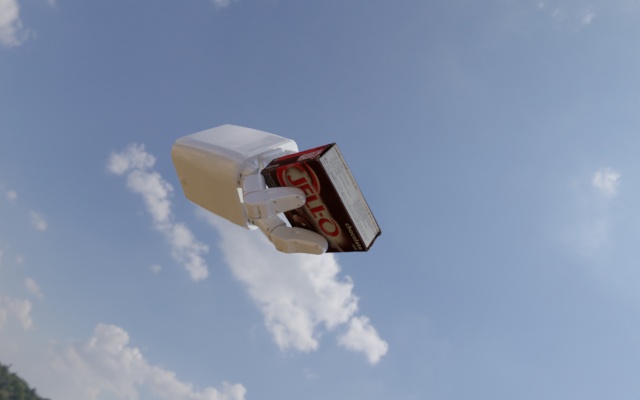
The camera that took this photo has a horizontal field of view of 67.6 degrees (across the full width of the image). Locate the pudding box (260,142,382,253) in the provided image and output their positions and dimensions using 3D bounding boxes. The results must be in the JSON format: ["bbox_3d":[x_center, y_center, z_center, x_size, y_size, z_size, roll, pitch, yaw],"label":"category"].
[{"bbox_3d":[0.000,0.002,0.498,0.090,0.113,0.039,-8,30,47],"label":"pudding box"}]
